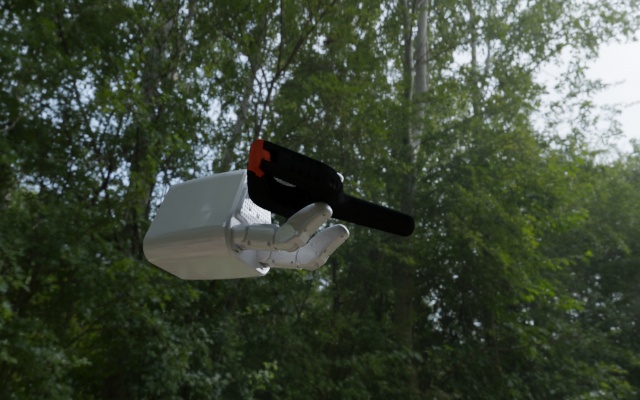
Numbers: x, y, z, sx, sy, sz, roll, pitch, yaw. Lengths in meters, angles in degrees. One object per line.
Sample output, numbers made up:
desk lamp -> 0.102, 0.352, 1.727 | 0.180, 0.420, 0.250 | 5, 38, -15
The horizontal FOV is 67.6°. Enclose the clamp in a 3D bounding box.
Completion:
clamp -> 0.000, 0.001, 0.490 | 0.164, 0.036, 0.210 | -7, -28, 20
